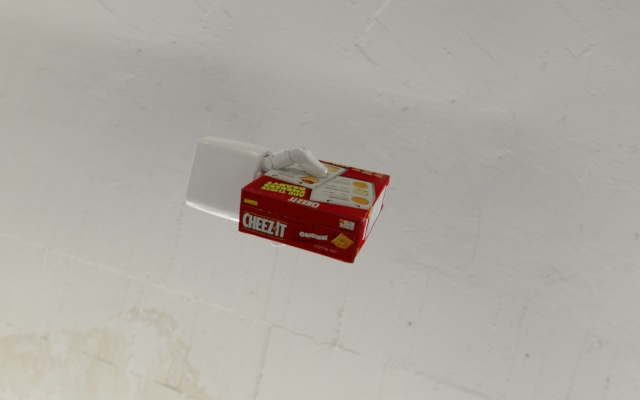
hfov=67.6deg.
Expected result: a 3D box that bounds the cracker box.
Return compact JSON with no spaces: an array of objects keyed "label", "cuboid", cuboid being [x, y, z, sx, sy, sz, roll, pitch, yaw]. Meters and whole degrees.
[{"label":"cracker box","cuboid":[0.000,0.002,0.695,0.164,0.072,0.213,14,21,13]}]
